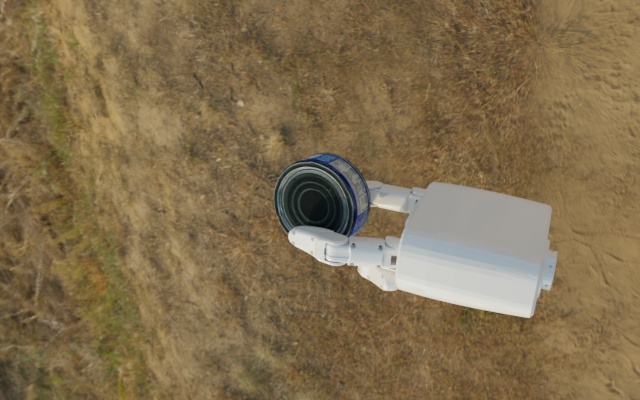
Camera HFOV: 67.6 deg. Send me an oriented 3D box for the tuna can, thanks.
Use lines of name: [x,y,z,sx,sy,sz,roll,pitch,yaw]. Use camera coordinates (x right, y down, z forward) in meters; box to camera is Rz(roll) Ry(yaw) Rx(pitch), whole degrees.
tuna can: [0.000,0.002,0.436,0.086,0.086,0.033,0,16,30]
